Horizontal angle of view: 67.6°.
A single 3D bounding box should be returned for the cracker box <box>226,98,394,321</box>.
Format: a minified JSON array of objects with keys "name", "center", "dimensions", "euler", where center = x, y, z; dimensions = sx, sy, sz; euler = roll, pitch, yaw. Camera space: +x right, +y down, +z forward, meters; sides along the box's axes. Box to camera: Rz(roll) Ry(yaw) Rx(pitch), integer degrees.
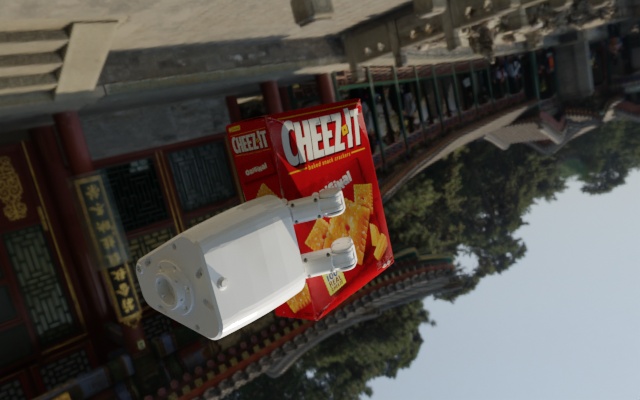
[{"name":"cracker box","center":[0.000,0.002,0.544],"dimensions":[0.072,0.214,0.164],"euler":[-5,13,41]}]
